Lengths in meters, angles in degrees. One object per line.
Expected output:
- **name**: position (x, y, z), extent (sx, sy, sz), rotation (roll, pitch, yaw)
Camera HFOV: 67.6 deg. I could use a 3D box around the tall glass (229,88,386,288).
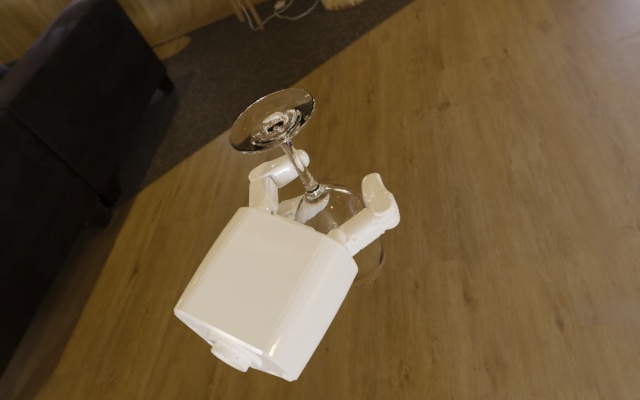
- **tall glass**: position (0.000, 0.001, 0.436), extent (0.079, 0.079, 0.201), rotation (0, -40, 31)
